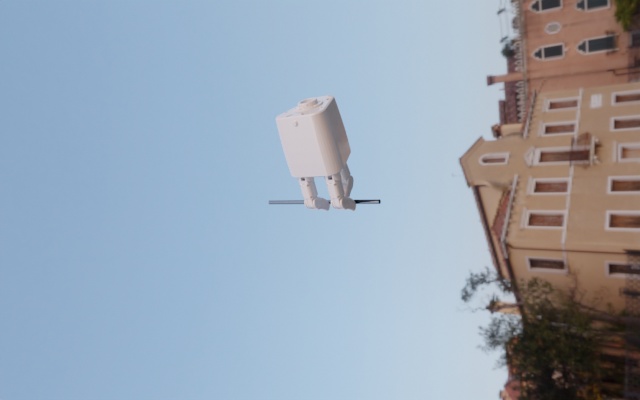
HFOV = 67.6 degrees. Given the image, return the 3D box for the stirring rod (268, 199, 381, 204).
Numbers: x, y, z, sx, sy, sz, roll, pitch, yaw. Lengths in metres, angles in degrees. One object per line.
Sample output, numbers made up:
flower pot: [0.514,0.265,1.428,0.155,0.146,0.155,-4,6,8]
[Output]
stirring rod: [0.000,0.003,0.877,0.239,0.011,0.011,-1,0,33]
